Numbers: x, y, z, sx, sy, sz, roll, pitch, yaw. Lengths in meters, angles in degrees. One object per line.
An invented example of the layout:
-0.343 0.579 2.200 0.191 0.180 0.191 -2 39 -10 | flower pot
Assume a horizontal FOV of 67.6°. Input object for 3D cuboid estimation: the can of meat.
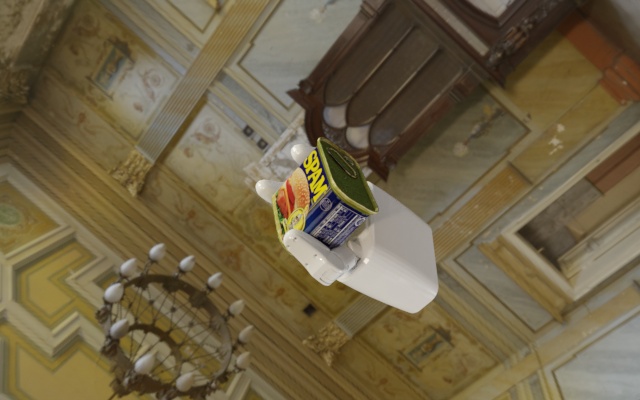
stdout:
0.000 0.002 0.468 0.057 0.084 0.102 29 26 -30 | can of meat
